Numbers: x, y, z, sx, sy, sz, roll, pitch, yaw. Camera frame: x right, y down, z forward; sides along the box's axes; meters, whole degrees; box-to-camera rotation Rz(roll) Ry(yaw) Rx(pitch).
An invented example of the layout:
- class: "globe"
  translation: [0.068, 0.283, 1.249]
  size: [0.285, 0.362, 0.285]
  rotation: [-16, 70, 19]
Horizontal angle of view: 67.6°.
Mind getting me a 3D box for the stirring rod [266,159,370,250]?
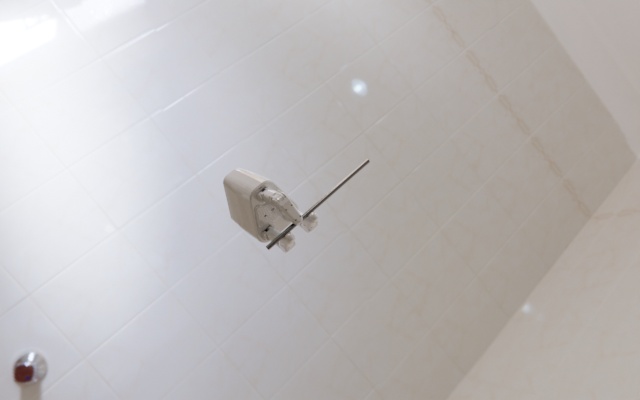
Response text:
- class: "stirring rod"
  translation: [0.000, 0.003, 0.805]
  size: [0.239, 0.011, 0.011]
  rotation: [-41, 17, -21]
